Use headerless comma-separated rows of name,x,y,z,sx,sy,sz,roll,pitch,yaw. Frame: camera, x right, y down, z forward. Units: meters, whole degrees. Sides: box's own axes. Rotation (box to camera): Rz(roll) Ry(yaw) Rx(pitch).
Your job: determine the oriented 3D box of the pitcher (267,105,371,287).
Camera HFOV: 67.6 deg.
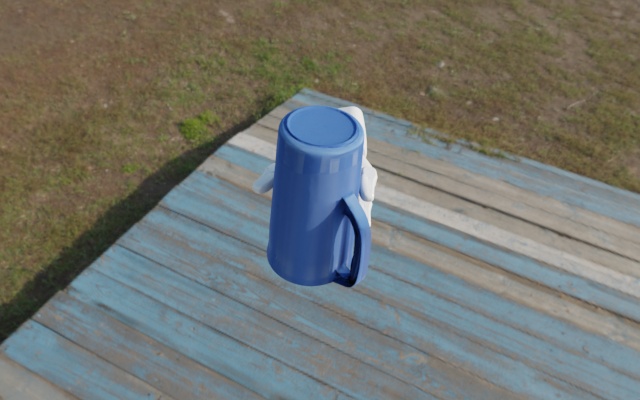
pitcher,0.000,0.002,0.660,0.149,0.243,0.145,6,42,0
